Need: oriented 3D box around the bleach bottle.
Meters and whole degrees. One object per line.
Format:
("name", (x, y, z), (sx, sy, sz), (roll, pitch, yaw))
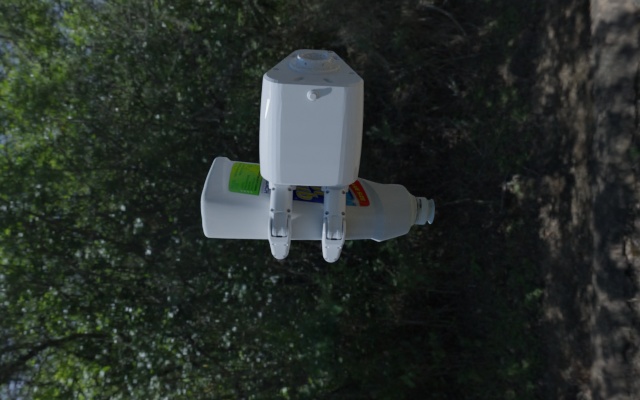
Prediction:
("bleach bottle", (0.000, 0.002, 0.542), (0.251, 0.068, 0.102), (3, 34, -2))
